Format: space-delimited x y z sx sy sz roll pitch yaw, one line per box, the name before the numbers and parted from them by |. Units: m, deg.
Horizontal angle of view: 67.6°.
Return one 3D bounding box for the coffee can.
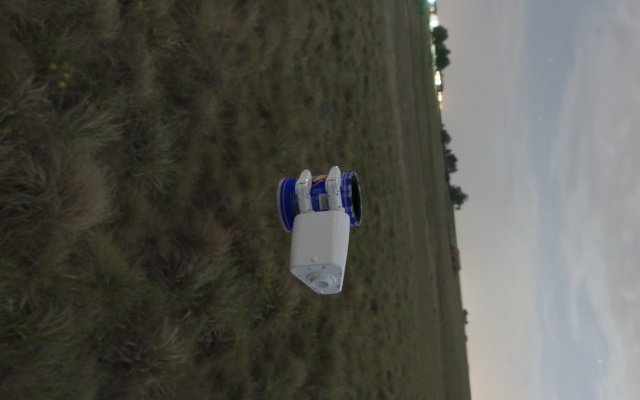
coffee can | 0.000 0.003 0.898 0.140 0.103 0.103 -6 -2 15
